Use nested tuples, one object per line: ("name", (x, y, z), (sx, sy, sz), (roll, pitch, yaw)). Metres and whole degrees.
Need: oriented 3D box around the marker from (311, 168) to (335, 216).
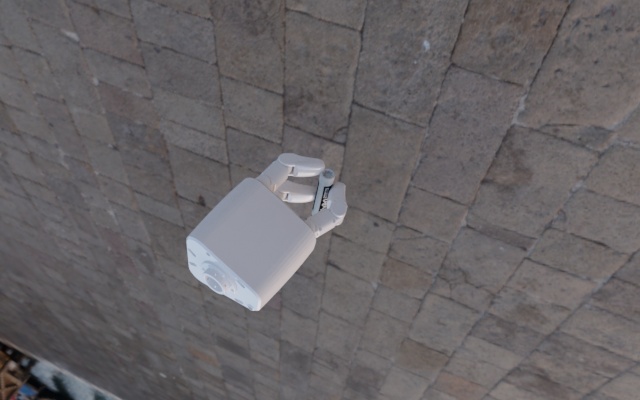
("marker", (0.000, 0.002, 0.648), (0.020, 0.020, 0.121), (0, -36, -11))
